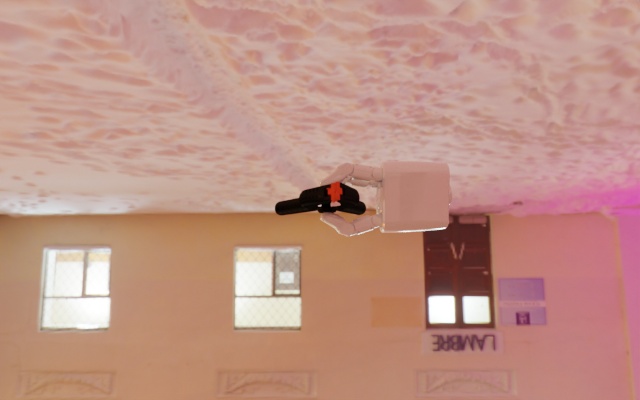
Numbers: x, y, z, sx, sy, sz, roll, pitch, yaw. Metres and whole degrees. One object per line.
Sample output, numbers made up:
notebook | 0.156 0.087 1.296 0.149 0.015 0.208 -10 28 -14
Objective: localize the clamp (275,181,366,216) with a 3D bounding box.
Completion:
clamp | 0.000 0.003 0.778 0.164 0.036 0.210 -2 -8 0
